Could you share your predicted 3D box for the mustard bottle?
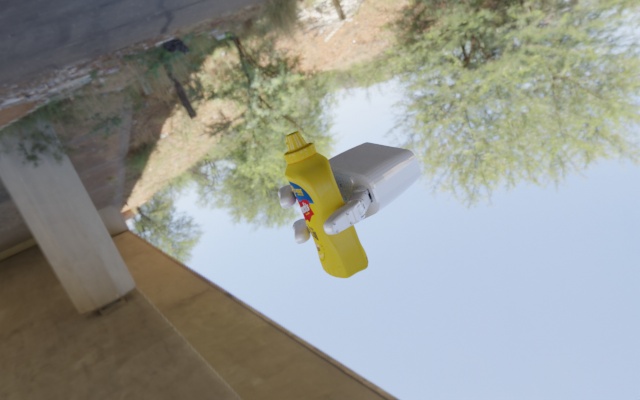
[{"bbox_3d":[0.000,0.002,0.619,0.058,0.192,0.096,-25,15,-12],"label":"mustard bottle"}]
